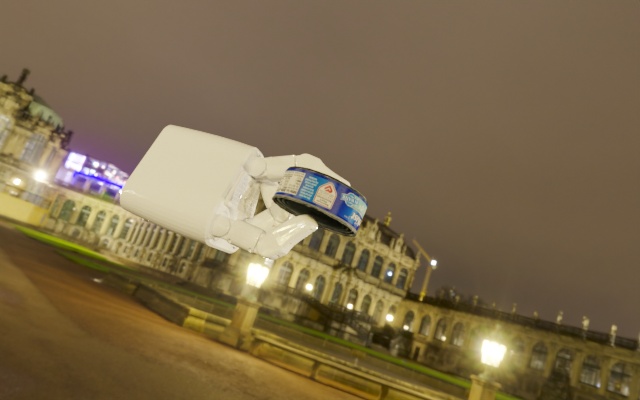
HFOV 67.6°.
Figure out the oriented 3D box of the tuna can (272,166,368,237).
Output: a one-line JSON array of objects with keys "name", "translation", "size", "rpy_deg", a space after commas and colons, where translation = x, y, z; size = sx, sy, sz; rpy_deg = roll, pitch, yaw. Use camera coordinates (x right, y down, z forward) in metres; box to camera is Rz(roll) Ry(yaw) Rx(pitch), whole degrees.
[{"name": "tuna can", "translation": [0.000, 0.001, 0.448], "size": [0.086, 0.033, 0.086], "rpy_deg": [23, -12, 5]}]
